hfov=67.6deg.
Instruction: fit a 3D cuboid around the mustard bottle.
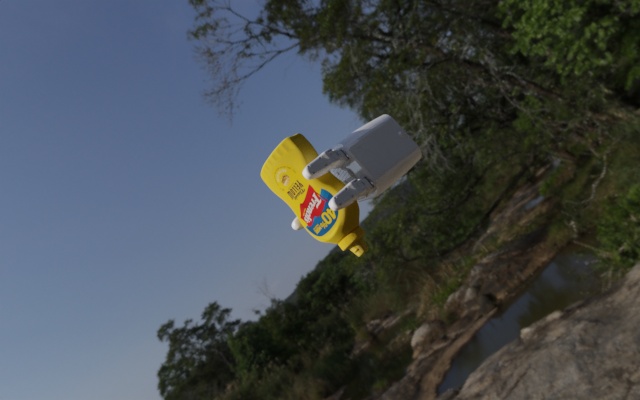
[{"bbox_3d":[0.000,0.002,0.687,0.058,0.191,0.096,-31,-13,-49],"label":"mustard bottle"}]
